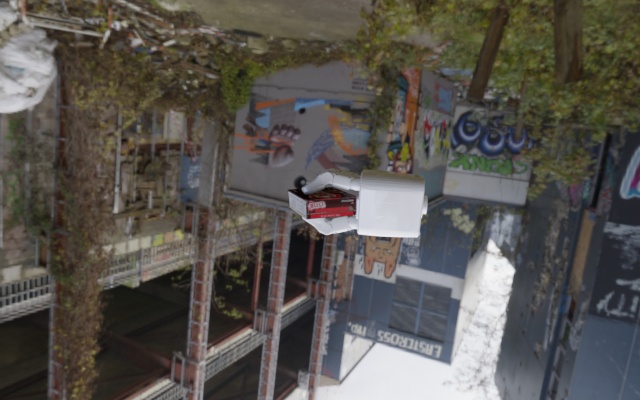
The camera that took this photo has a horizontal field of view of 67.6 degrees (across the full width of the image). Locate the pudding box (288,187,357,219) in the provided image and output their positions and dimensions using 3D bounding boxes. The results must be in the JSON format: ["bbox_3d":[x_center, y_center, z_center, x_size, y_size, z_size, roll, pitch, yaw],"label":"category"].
[{"bbox_3d":[0.000,0.003,0.834,0.090,0.039,0.113,-3,9,-20],"label":"pudding box"}]
